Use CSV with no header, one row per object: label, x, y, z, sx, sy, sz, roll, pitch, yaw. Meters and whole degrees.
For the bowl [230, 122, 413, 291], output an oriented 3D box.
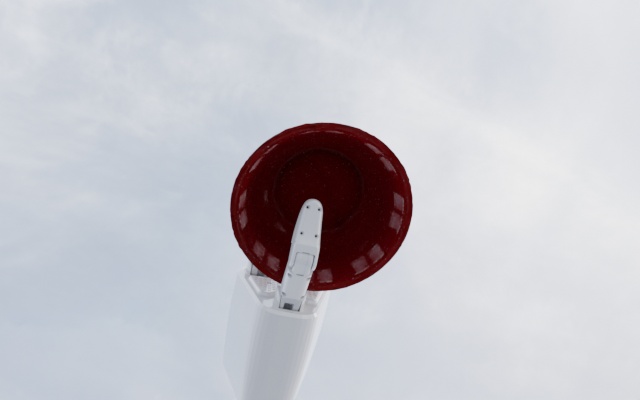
bowl,0.001,0.000,0.443,0.162,0.162,0.055,0,22,-4
